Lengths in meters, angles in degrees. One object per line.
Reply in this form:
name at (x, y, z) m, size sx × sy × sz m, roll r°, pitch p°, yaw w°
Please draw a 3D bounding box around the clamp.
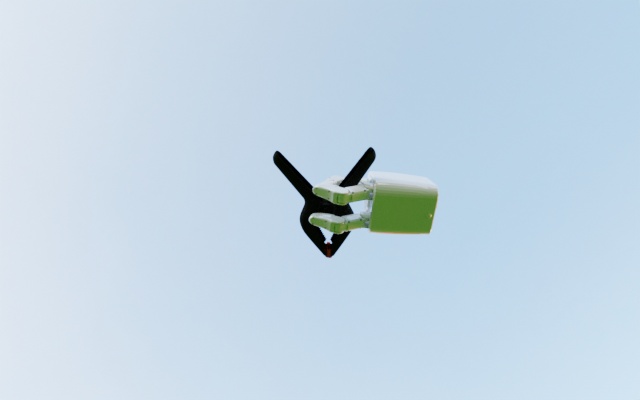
clamp at (0.000, 0.003, 0.806) m, size 0.164 × 0.210 × 0.036 m, roll 5°, pitch 29°, yaw 0°
